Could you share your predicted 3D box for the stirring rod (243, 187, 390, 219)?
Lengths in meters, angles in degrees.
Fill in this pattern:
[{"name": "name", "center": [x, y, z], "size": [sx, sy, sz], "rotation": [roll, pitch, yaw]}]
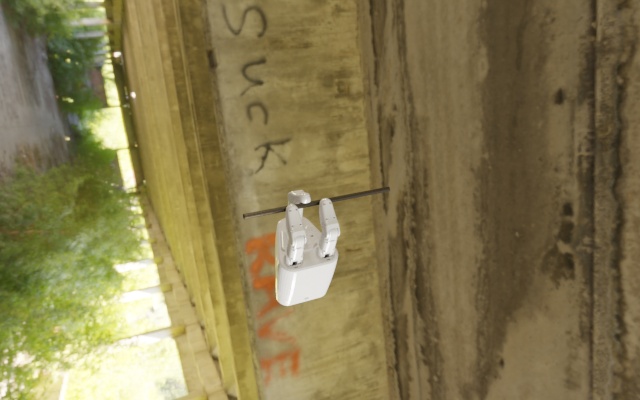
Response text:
[{"name": "stirring rod", "center": [0.000, 0.002, 0.728], "size": [0.239, 0.011, 0.011], "rotation": [-11, 4, -21]}]
